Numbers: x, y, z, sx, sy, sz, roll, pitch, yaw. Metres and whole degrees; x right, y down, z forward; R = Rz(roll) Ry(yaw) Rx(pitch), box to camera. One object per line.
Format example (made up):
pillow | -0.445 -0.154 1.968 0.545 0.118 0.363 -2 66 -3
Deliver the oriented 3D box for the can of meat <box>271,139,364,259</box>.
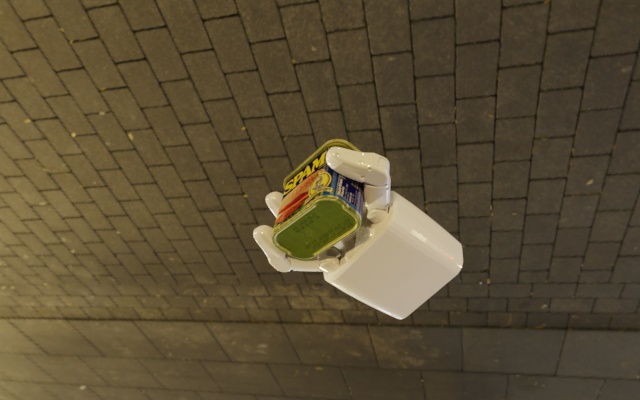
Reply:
can of meat | 0.000 0.002 0.482 0.057 0.084 0.102 35 -49 -22
